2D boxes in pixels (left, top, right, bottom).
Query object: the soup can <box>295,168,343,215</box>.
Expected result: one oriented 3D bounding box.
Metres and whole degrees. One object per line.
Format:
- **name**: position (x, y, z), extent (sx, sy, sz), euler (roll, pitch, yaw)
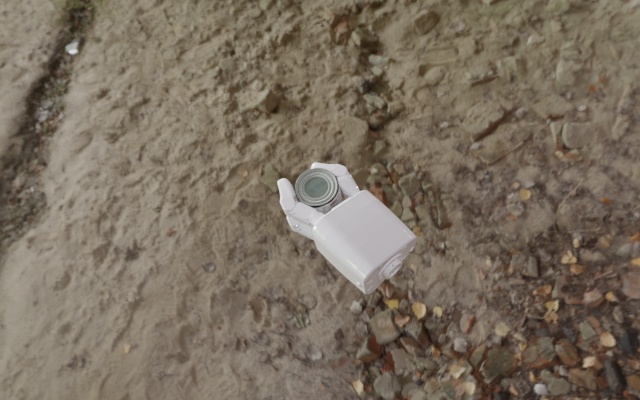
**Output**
- **soup can**: position (0.000, 0.002, 0.748), extent (0.068, 0.068, 0.102), euler (0, -27, 8)
